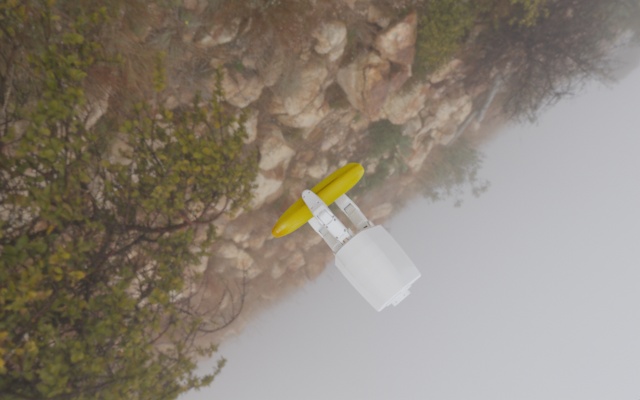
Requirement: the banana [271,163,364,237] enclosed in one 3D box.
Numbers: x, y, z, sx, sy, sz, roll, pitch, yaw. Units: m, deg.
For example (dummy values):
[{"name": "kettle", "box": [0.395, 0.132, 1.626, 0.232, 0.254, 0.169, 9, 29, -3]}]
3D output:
[{"name": "banana", "box": [0.005, -0.006, 0.766, 0.197, 0.037, 0.070, -37, -13, -19]}]
